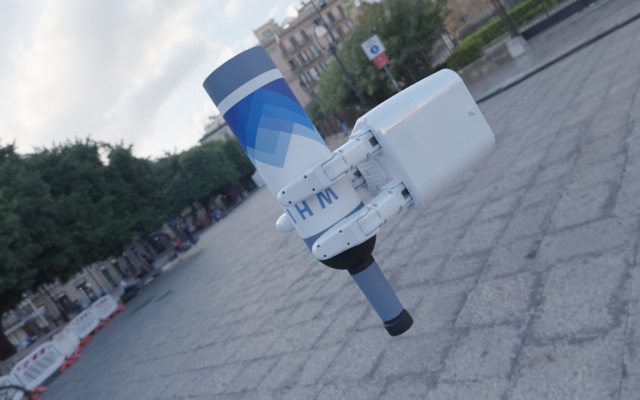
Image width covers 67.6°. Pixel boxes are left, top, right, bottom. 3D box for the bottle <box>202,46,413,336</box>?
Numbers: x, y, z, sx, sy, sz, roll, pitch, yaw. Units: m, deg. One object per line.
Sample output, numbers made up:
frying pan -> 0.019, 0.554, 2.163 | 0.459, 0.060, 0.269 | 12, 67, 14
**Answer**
bottle -> 0.000, 0.001, 0.449 | 0.069, 0.296, 0.069 | -32, 7, 4
